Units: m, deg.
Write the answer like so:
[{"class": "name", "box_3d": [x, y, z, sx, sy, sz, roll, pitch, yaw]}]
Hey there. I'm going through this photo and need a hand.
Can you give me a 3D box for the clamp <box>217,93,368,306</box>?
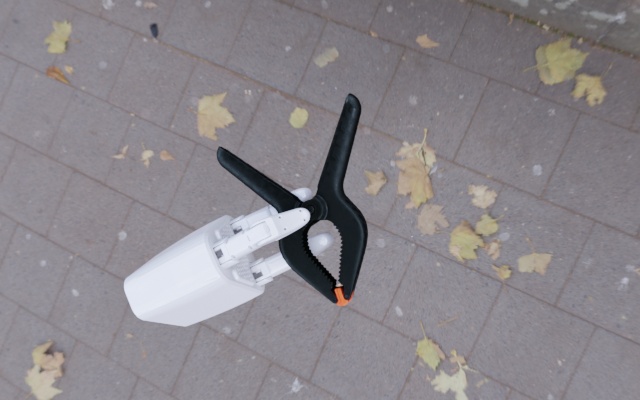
[{"class": "clamp", "box_3d": [0.000, 0.002, 0.494, 0.164, 0.210, 0.036, -27, -9, 11]}]
